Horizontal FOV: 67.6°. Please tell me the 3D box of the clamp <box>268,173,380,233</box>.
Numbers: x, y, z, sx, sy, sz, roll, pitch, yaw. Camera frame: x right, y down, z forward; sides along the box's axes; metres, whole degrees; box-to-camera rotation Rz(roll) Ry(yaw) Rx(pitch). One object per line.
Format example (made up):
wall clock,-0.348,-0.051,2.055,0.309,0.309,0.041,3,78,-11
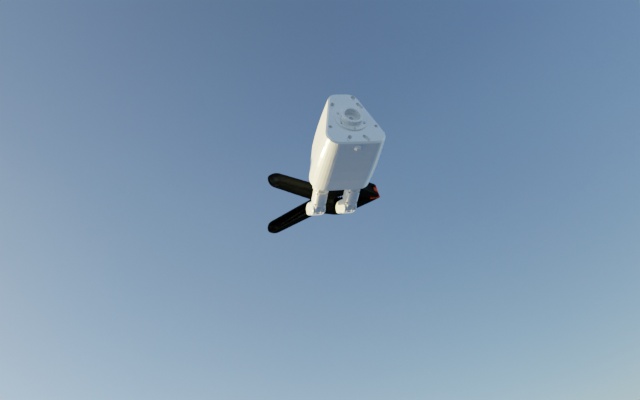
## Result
clamp,0.001,0.002,0.856,0.210,0.036,0.165,-4,-33,-17
